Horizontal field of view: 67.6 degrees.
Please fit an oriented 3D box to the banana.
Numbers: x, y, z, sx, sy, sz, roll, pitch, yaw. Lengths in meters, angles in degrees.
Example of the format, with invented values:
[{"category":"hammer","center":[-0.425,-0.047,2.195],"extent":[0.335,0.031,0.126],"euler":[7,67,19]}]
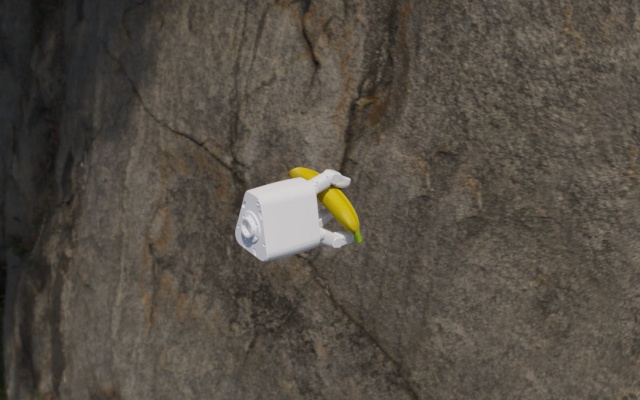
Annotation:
[{"category":"banana","center":[0.006,-0.007,0.847],"extent":[0.037,0.070,0.197],"euler":[-25,58,-31]}]
